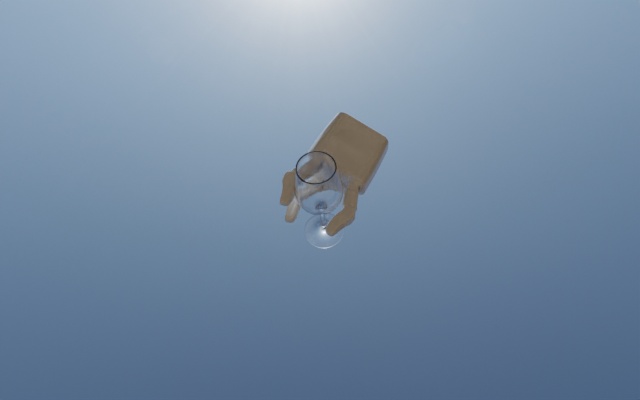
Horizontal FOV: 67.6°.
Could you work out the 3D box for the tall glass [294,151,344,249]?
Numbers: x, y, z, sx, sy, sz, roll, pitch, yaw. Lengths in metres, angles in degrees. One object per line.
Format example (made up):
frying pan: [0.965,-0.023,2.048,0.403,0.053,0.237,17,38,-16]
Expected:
tall glass: [0.000,0.003,0.794,0.079,0.079,0.201,0,-31,5]
